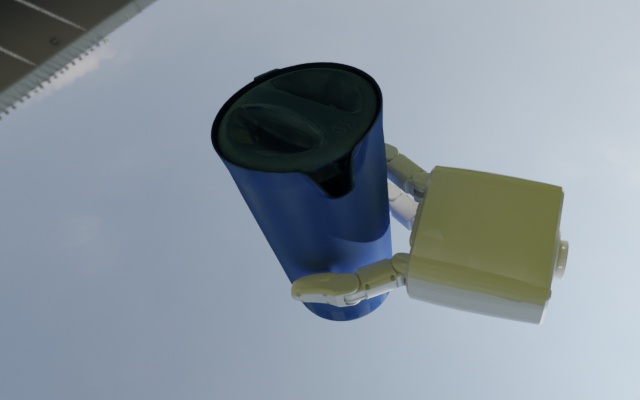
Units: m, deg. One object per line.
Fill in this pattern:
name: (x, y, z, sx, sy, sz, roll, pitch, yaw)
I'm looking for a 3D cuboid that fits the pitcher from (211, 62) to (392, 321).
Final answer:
pitcher: (0.000, 0.002, 0.449, 0.145, 0.149, 0.243, 9, -39, 22)
